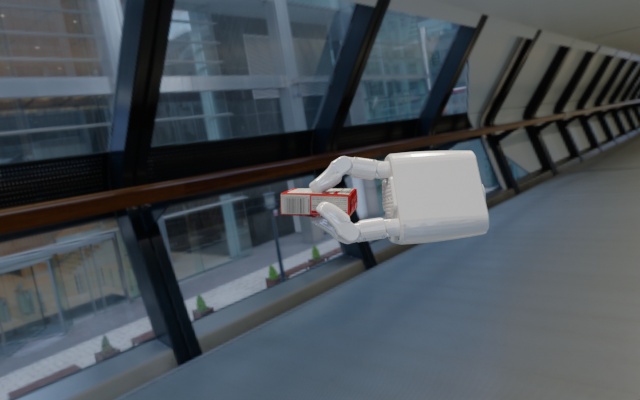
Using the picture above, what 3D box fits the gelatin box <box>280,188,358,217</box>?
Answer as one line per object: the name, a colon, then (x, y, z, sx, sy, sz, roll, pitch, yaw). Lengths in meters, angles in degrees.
gelatin box: (0.000, 0.002, 0.609, 0.089, 0.030, 0.073, 2, 7, 10)
